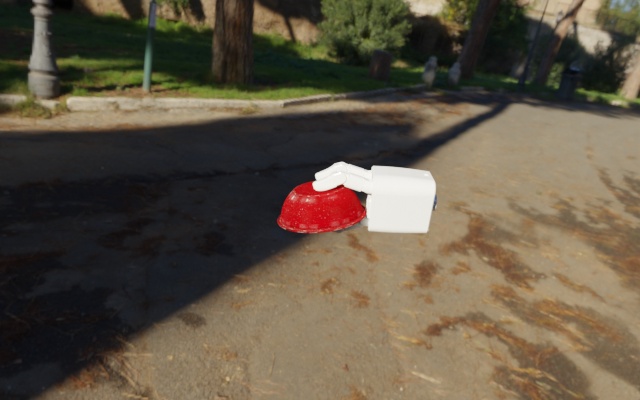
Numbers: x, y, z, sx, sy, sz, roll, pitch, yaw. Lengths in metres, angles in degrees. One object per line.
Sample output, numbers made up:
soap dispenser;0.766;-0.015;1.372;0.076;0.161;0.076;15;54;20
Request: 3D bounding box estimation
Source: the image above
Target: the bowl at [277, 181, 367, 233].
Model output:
bowl;-0.001;0.003;0.846;0.162;0.055;0.162;-6;18;2
